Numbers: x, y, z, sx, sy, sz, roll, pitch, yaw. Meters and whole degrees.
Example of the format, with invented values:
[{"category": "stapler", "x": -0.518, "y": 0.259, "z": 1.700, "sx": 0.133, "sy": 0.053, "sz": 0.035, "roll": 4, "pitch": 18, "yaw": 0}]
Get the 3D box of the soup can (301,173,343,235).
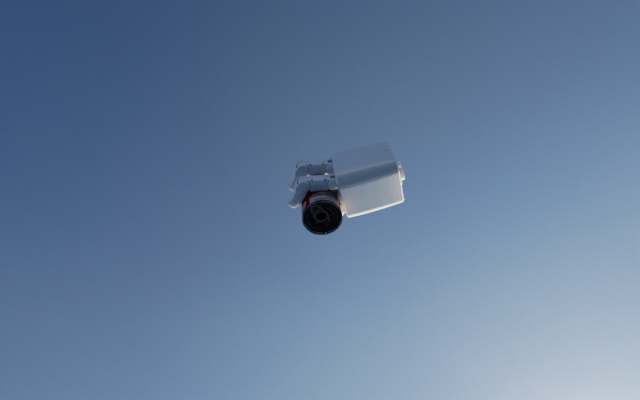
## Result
[{"category": "soup can", "x": 0.000, "y": 0.003, "z": 0.834, "sx": 0.068, "sy": 0.068, "sz": 0.102, "roll": 0, "pitch": 33, "yaw": -4}]
